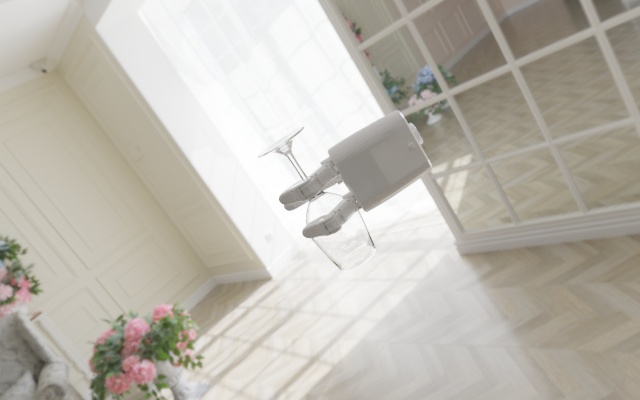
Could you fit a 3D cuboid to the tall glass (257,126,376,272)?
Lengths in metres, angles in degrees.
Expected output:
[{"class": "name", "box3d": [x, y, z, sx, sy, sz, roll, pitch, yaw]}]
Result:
[{"class": "tall glass", "box3d": [0.000, 0.002, 0.658, 0.079, 0.201, 0.079, -31, 14, 8]}]
